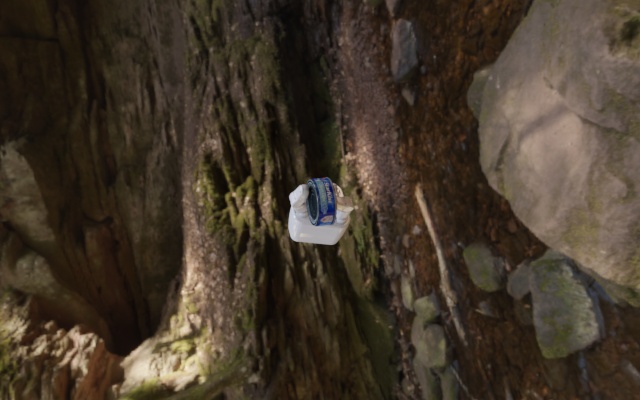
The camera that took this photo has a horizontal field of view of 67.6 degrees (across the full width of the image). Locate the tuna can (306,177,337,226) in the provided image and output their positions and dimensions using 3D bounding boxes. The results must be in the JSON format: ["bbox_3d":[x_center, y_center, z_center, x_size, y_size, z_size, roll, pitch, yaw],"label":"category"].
[{"bbox_3d":[0.000,0.003,0.844,0.034,0.086,0.086,-5,1,-15],"label":"tuna can"}]
